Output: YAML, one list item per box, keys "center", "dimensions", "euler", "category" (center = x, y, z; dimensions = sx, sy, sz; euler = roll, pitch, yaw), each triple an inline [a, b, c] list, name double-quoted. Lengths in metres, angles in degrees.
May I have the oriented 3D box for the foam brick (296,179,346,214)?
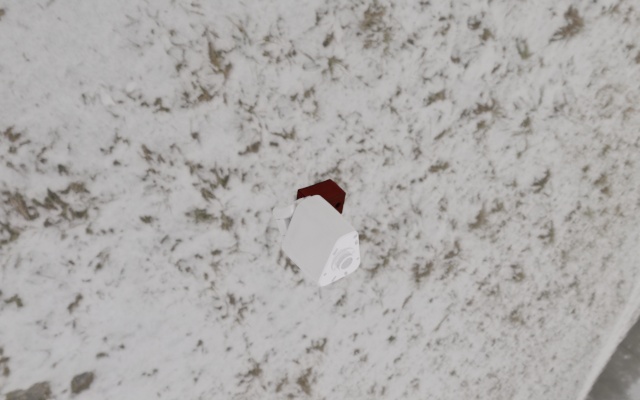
- center: [0.000, 0.003, 0.877]
  dimensions: [0.078, 0.053, 0.051]
  euler: [-20, 45, -33]
  category: "foam brick"
